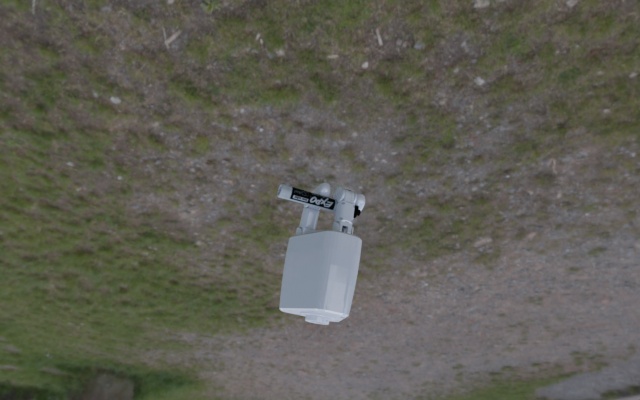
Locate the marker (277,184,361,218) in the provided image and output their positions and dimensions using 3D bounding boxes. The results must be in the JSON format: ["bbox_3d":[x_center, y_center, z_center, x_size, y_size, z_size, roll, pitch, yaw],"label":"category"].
[{"bbox_3d":[0.000,0.002,0.661,0.121,0.020,0.020,16,-5,-18],"label":"marker"}]
